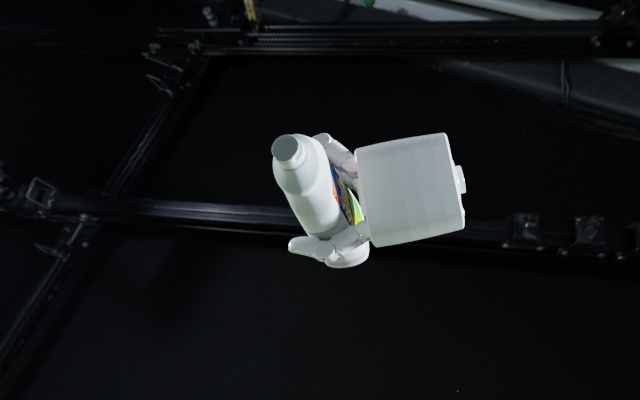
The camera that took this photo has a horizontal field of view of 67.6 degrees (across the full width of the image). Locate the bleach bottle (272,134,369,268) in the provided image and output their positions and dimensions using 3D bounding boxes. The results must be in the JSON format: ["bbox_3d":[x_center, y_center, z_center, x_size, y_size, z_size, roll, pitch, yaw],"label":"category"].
[{"bbox_3d":[0.000,0.002,0.567,0.068,0.102,0.251,-12,-24,11],"label":"bleach bottle"}]
